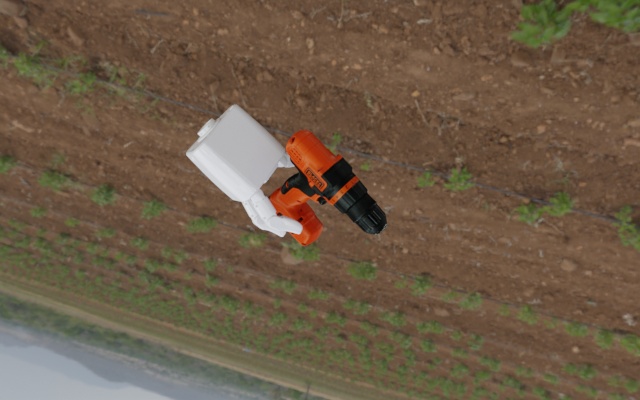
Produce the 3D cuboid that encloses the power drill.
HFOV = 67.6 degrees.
[{"bbox_3d":[0.000,0.002,0.731,0.057,0.184,0.188,-39,-5,-34],"label":"power drill"}]
